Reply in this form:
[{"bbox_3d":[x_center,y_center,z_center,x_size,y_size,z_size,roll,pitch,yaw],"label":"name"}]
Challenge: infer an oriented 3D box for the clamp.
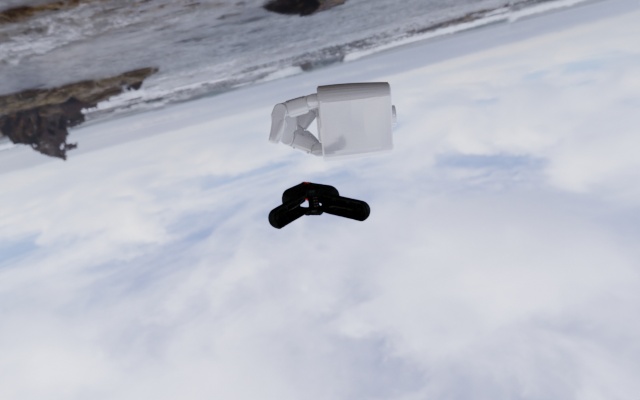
[{"bbox_3d":[0.000,0.003,0.626,0.120,0.039,0.171,3,15,0],"label":"clamp"}]
